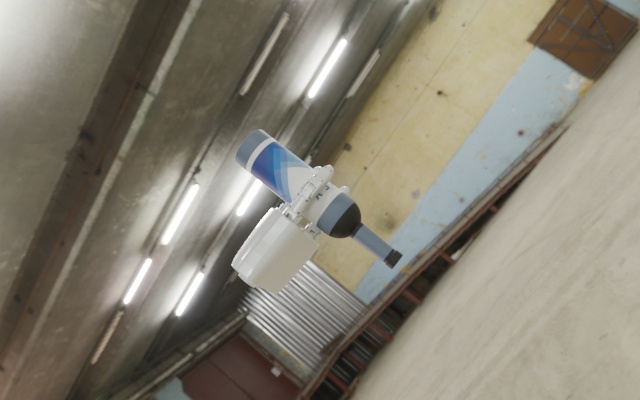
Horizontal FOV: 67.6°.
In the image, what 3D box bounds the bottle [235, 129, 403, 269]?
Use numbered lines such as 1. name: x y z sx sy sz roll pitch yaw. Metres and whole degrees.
1. bottle: 0.000 0.002 0.733 0.295 0.069 0.069 38 9 11
